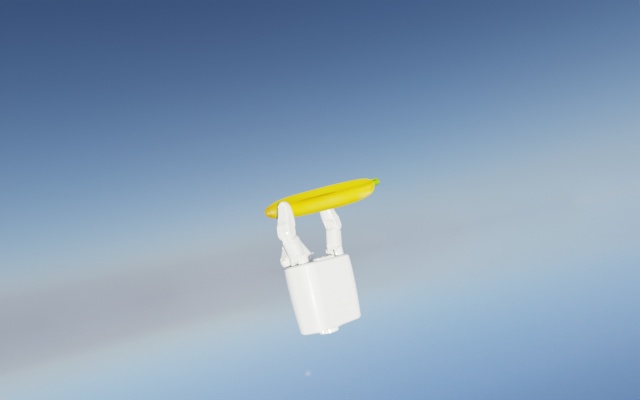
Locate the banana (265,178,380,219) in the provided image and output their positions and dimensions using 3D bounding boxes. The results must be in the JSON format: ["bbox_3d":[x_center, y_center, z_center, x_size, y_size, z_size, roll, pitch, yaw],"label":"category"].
[{"bbox_3d":[0.002,0.000,0.765,0.198,0.037,0.069,-14,-7,3],"label":"banana"}]
